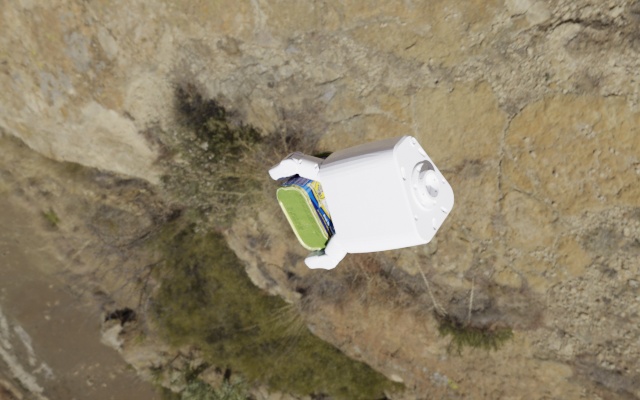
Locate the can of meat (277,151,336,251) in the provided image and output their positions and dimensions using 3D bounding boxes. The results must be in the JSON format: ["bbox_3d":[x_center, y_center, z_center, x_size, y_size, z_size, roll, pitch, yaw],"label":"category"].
[{"bbox_3d":[0.000,0.002,0.613,0.057,0.102,0.084,-7,28,43],"label":"can of meat"}]
